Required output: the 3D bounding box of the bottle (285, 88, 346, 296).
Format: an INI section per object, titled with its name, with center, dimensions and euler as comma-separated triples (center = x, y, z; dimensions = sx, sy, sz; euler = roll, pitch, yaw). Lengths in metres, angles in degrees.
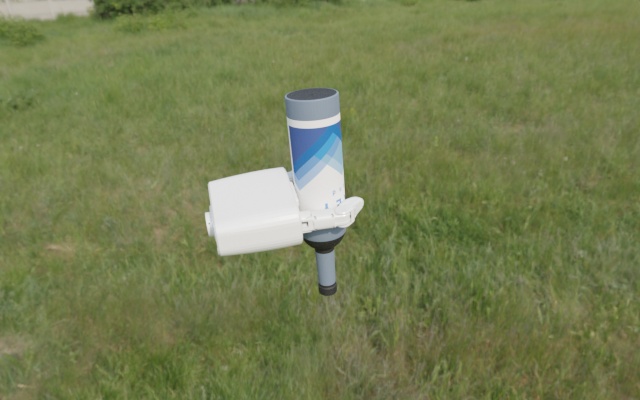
[bottle]
center = 0.000, 0.002, 0.646
dimensions = 0.069, 0.296, 0.069
euler = -4, 26, 2
